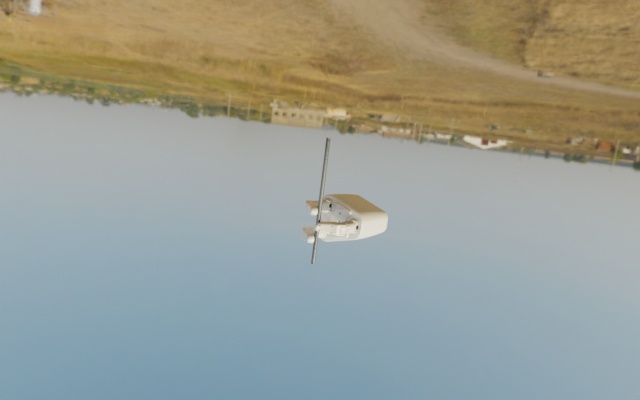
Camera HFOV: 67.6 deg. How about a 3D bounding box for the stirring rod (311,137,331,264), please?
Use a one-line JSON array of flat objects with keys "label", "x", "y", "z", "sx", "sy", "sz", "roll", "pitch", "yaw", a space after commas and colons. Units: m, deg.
[{"label": "stirring rod", "x": 0.000, "y": 0.003, "z": 0.894, "sx": 0.011, "sy": 0.239, "sz": 0.011, "roll": 7, "pitch": 9, "yaw": -1}]
